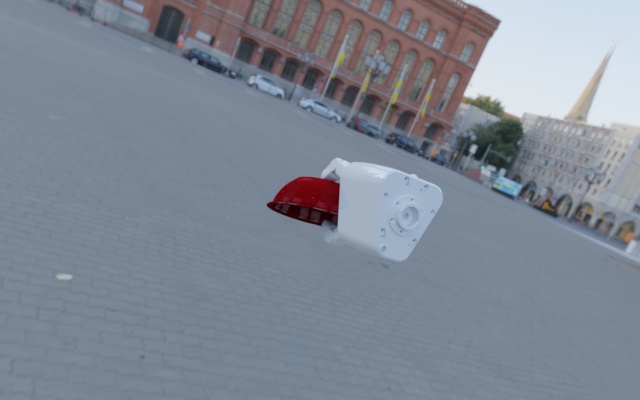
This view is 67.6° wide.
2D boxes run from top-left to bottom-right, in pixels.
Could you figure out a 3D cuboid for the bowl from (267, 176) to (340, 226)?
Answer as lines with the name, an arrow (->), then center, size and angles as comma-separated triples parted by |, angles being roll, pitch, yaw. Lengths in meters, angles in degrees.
bowl -> -0.001, 0.002, 0.750 | 0.162, 0.055, 0.162 | 13, -11, 2
